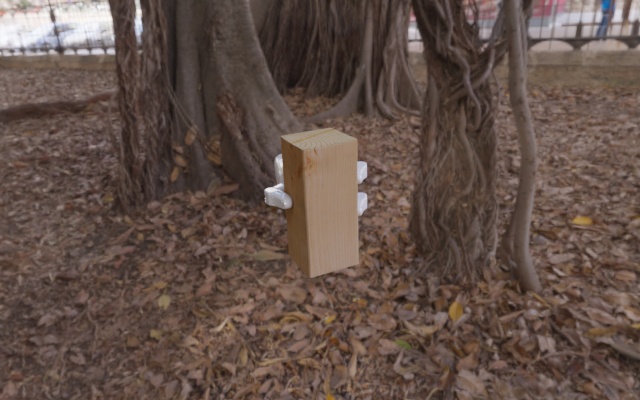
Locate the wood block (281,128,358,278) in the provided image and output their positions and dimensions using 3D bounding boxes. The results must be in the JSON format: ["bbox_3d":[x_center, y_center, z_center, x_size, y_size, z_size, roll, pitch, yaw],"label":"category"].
[{"bbox_3d":[0.000,0.002,0.745,0.091,0.206,0.090,-13,25,-22],"label":"wood block"}]
